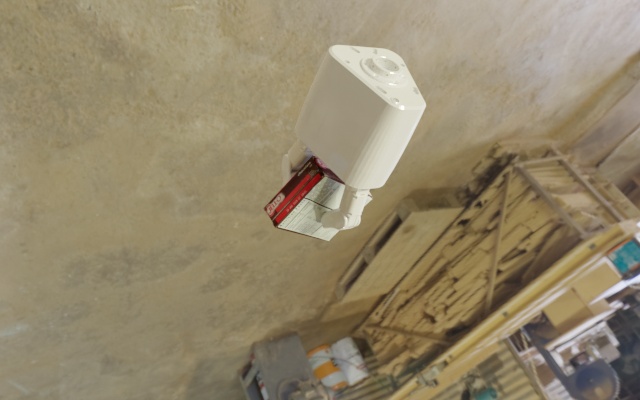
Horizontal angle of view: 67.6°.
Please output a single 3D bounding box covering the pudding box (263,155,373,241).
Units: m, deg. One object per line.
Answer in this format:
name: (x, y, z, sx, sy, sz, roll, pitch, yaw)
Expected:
pudding box: (0.000, 0.002, 0.585, 0.090, 0.039, 0.113, -45, -36, 18)
